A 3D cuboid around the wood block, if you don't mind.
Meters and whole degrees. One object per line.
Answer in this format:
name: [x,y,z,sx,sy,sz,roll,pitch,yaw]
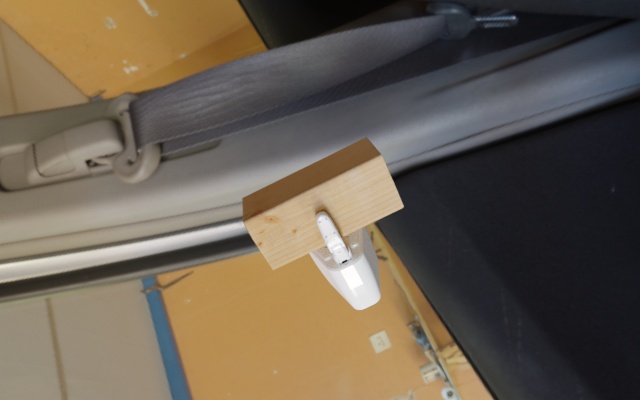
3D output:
wood block: [0.000,0.003,0.687,0.206,0.090,0.090,-26,26,2]
